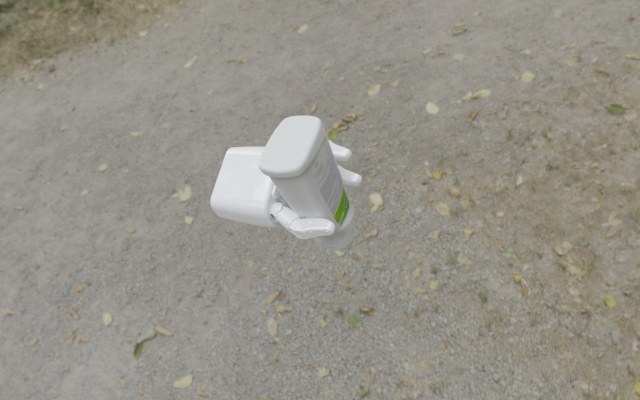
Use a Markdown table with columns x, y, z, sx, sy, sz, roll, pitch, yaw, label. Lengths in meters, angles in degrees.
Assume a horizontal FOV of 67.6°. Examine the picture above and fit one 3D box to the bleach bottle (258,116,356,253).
| x | y | z | sx | sy | sz | roll | pitch | yaw | label |
| --- | --- | --- | --- | --- | --- | --- | --- | --- | --- |
| 0.000 | 0.002 | 0.684 | 0.068 | 0.102 | 0.251 | 6 | -36 | 27 | bleach bottle |
